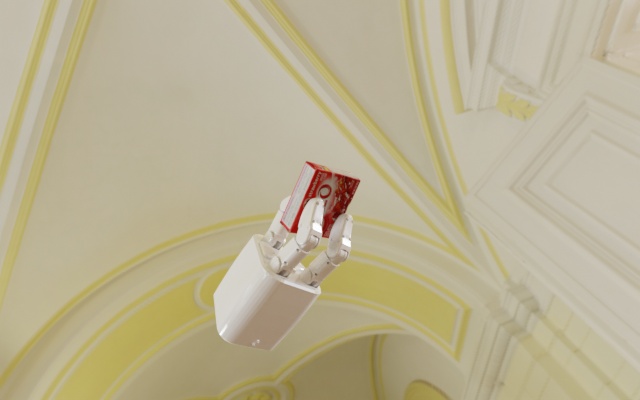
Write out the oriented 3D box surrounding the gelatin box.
[{"bbox_3d":[0.000,0.001,0.596,0.073,0.089,0.030,12,18,-38],"label":"gelatin box"}]
